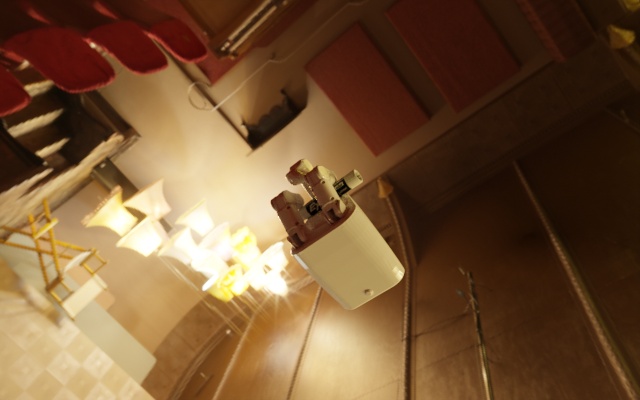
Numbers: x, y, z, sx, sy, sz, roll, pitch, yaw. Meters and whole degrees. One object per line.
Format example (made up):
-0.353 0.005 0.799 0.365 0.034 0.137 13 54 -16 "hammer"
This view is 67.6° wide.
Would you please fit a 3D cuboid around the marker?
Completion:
0.000 0.002 0.601 0.121 0.020 0.020 -35 -15 22 "marker"
